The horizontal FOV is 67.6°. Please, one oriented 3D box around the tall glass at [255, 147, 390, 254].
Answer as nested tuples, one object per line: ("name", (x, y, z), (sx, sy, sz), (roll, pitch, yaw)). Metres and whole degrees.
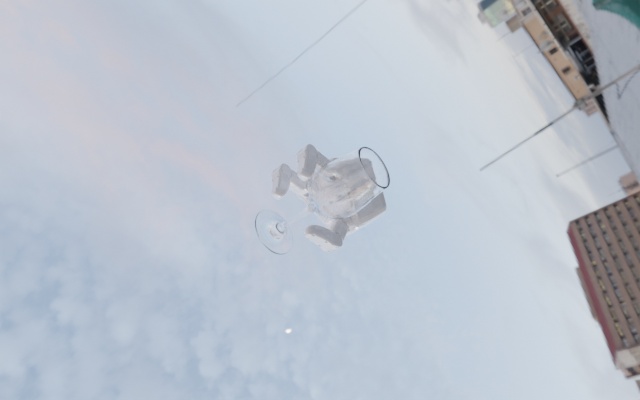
("tall glass", (0.000, 0.003, 0.668), (0.201, 0.079, 0.079), (-33, -20, 33))
